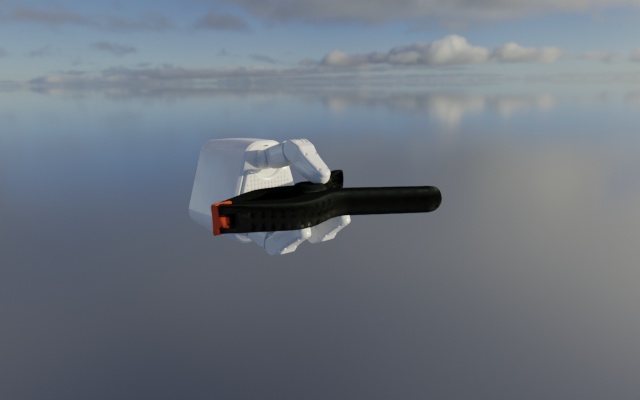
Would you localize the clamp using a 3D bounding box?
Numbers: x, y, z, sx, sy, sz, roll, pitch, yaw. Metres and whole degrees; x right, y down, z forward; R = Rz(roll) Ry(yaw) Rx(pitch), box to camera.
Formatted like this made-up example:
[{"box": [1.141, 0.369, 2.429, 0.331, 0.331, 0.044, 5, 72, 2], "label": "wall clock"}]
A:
[{"box": [-0.001, 0.001, 0.458, 0.210, 0.036, 0.164, -13, 16, -41], "label": "clamp"}]
